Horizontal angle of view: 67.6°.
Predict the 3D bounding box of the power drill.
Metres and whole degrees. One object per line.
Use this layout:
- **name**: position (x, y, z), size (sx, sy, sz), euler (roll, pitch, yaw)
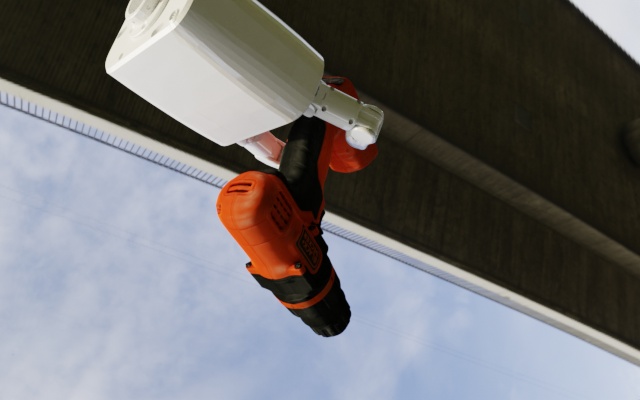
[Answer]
- **power drill**: position (0.000, 0.001, 0.409), size (0.057, 0.187, 0.185), euler (-2, -42, 25)
